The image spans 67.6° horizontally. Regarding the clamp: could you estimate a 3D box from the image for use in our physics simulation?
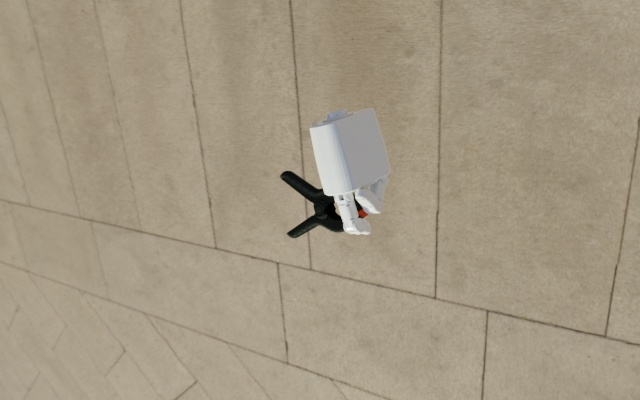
[{"bbox_3d":[0.000,0.003,0.796,0.171,0.120,0.039,-6,17,34],"label":"clamp"}]
